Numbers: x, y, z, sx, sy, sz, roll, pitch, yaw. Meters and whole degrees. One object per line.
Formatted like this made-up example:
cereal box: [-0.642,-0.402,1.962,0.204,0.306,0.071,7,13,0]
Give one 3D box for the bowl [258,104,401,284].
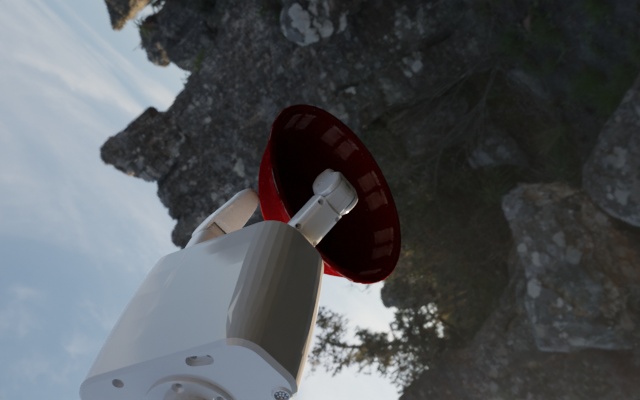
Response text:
bowl: [0.000,0.001,0.410,0.055,0.162,0.162,-29,-17,34]
